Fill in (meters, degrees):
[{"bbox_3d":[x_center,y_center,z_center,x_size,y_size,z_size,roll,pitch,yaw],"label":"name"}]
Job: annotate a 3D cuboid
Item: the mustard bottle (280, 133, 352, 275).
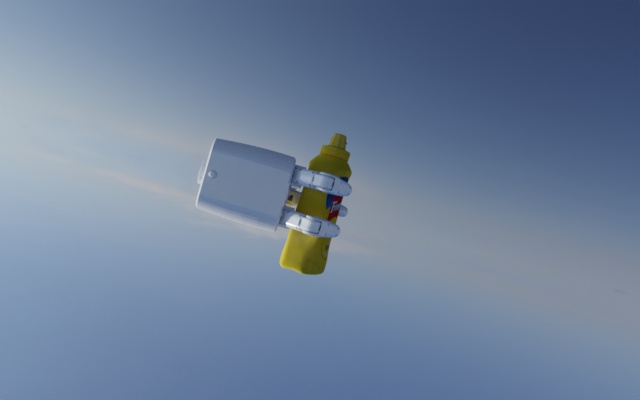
[{"bbox_3d":[0.000,0.002,0.650,0.058,0.191,0.096,16,-1,18],"label":"mustard bottle"}]
